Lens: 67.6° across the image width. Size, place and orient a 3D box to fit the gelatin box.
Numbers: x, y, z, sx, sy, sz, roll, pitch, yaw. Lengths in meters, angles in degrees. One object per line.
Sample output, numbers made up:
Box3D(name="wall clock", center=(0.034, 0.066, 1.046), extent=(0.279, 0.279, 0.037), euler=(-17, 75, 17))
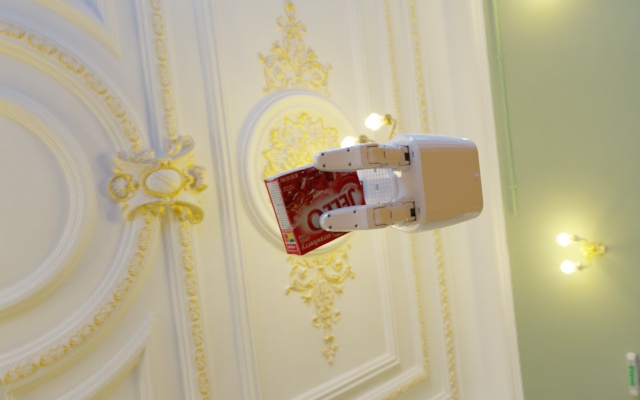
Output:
Box3D(name="gelatin box", center=(0.000, 0.002, 0.446), extent=(0.089, 0.073, 0.030), euler=(-21, 9, -33))
